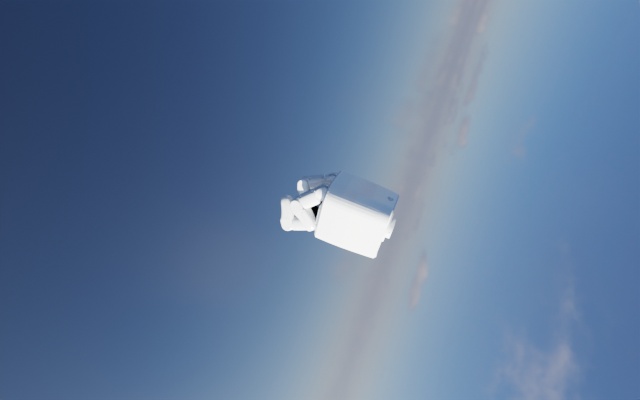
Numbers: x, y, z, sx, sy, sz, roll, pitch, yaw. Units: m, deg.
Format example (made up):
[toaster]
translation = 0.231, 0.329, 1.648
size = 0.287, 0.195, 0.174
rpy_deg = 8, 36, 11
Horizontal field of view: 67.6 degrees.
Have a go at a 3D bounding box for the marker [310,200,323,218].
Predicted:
[marker]
translation = 0.000, 0.003, 0.827
size = 0.020, 0.020, 0.121
rpy_deg = 0, 22, 18
